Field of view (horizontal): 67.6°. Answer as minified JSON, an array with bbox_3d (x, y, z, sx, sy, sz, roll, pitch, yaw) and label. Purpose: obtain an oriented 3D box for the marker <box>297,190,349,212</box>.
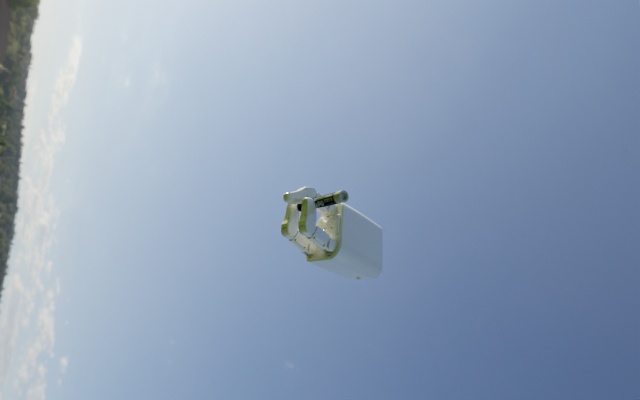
[{"bbox_3d":[0.000,0.002,0.771,0.020,0.020,0.121,0,-9,-37],"label":"marker"}]
